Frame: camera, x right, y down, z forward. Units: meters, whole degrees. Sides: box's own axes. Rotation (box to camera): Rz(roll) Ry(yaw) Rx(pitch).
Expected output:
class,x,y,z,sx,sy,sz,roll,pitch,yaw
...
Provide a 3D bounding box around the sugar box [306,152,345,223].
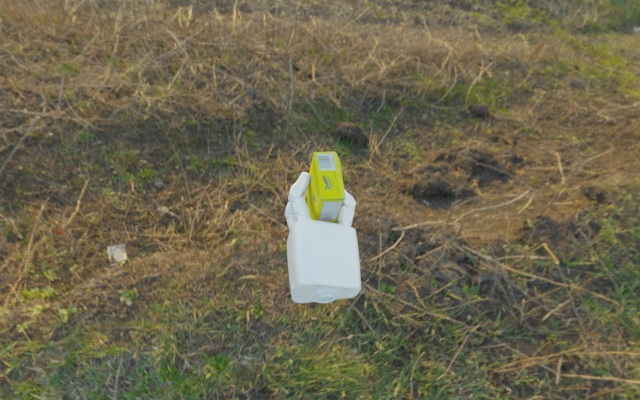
class,x,y,z,sx,sy,sz,roll,pitch,yaw
sugar box,0.000,0.003,0.828,0.048,0.093,0.176,-1,-31,-13
